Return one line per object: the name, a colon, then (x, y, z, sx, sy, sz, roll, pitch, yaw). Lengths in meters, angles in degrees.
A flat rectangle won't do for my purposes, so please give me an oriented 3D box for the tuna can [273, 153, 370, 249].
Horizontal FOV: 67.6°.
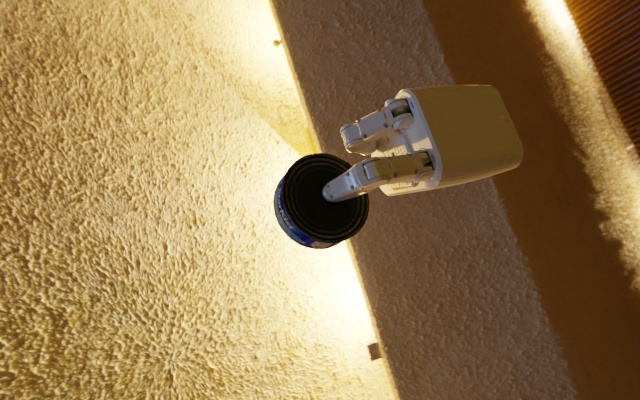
tuna can: (0.000, 0.002, 0.445, 0.086, 0.086, 0.034, 0, -19, -23)
